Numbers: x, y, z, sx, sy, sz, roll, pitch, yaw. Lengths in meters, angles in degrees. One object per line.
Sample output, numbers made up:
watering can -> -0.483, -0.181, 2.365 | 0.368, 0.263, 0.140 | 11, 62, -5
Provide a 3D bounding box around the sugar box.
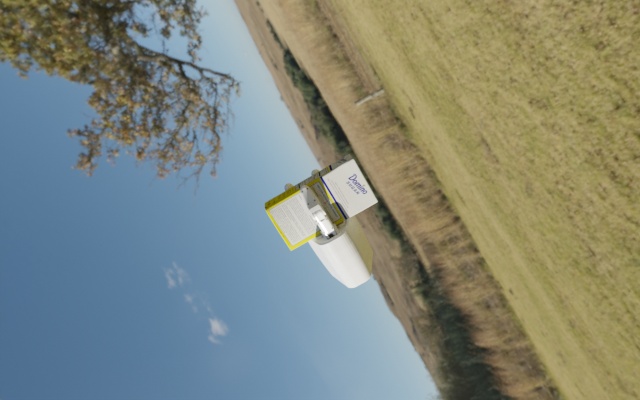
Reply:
sugar box -> 0.000, 0.003, 0.831 | 0.176, 0.093, 0.048 | -30, 18, 3
